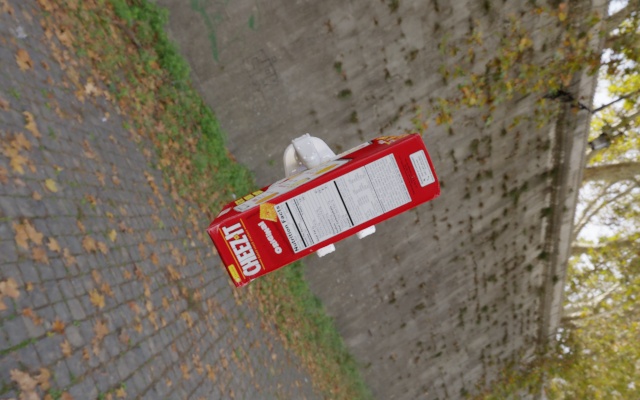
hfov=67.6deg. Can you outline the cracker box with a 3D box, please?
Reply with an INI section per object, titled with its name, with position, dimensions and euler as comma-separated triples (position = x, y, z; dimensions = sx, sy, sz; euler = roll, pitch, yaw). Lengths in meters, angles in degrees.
[cracker box]
position = 0.000, 0.001, 0.510
dimensions = 0.213, 0.072, 0.164
euler = -25, 8, -2
